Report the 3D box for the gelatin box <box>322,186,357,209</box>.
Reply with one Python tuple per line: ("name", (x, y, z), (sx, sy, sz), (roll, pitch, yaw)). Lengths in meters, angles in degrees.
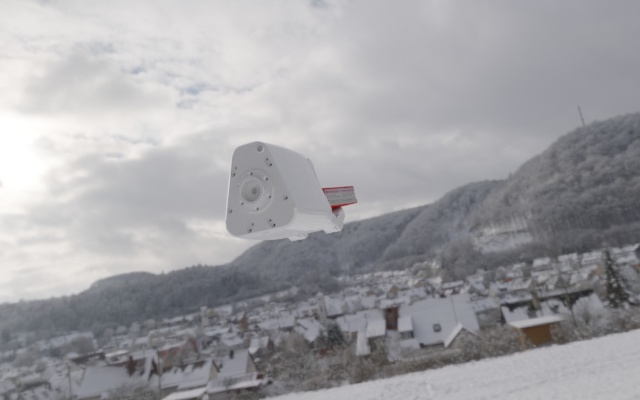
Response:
("gelatin box", (0.000, 0.002, 0.699), (0.073, 0.030, 0.089), (-16, -4, 33))
